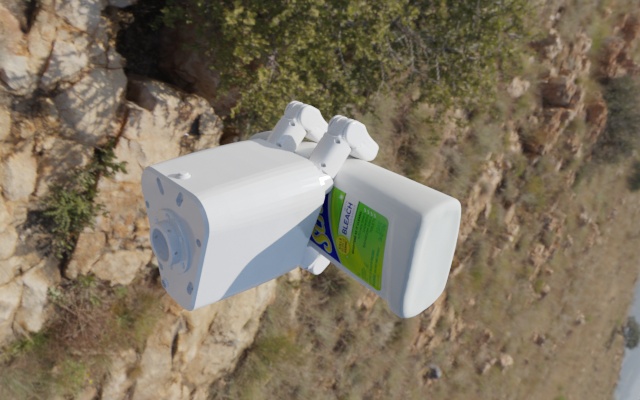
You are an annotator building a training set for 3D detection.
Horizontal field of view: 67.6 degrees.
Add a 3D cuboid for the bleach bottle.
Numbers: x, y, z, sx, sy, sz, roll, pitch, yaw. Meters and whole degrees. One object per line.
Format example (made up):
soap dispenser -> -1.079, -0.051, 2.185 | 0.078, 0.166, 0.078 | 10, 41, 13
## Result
bleach bottle -> 0.000, 0.001, 0.443 | 0.068, 0.103, 0.250 | -19, 34, -42
